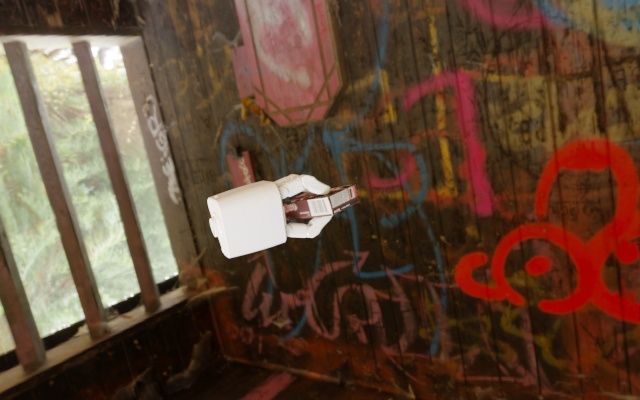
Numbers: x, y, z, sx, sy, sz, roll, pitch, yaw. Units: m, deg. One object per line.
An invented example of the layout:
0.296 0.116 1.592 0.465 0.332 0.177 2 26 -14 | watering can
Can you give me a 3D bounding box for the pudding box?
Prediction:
0.000 0.003 0.879 0.113 0.039 0.090 -5 14 39 | pudding box
